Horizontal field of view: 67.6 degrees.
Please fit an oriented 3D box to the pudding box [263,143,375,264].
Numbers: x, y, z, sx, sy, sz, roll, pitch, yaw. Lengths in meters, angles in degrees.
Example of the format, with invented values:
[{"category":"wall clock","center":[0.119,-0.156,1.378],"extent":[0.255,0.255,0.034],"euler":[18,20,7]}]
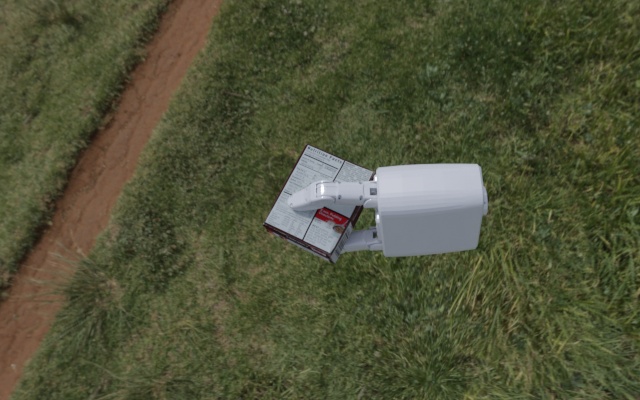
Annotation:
[{"category":"pudding box","center":[0.000,0.002,0.547],"extent":[0.090,0.113,0.039],"euler":[24,-16,15]}]
